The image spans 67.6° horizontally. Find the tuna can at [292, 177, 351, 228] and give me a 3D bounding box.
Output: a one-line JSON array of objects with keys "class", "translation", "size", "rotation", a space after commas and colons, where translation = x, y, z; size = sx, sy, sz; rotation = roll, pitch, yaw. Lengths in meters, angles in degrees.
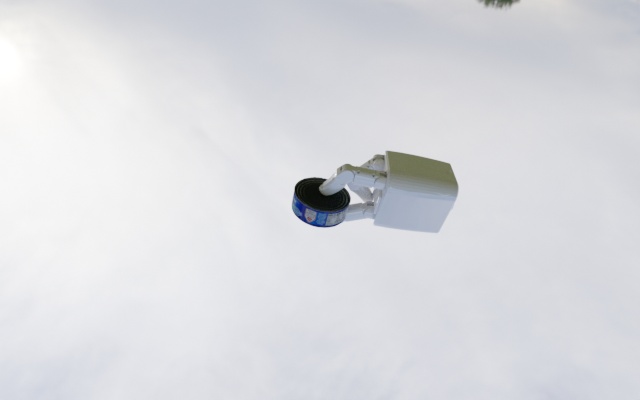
[{"class": "tuna can", "translation": [0.000, 0.003, 0.715], "size": [0.086, 0.034, 0.086], "rotation": [9, 35, -7]}]
